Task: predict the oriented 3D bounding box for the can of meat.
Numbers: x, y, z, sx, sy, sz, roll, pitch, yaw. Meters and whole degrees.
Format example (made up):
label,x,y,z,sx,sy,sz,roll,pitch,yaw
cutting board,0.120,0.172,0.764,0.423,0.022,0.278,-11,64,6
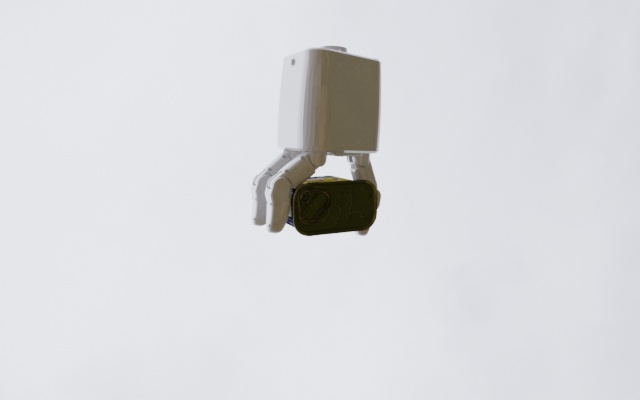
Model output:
label,x,y,z,sx,sy,sz,roll,pitch,yaw
can of meat,0.000,0.002,0.549,0.102,0.057,0.084,-4,10,-26
